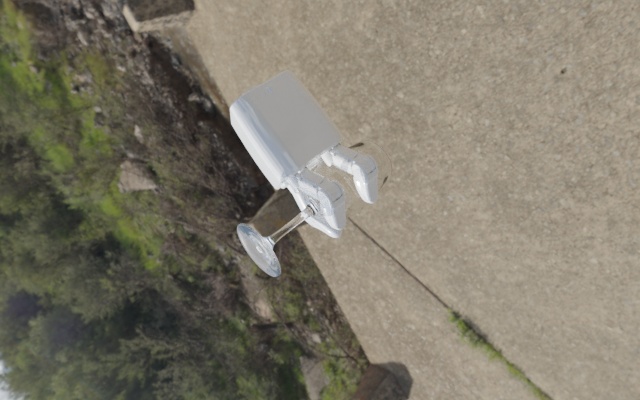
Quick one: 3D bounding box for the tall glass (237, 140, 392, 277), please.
[{"bbox_3d":[0.000,0.002,0.578,0.201,0.079,0.079,-37,19,-27],"label":"tall glass"}]
